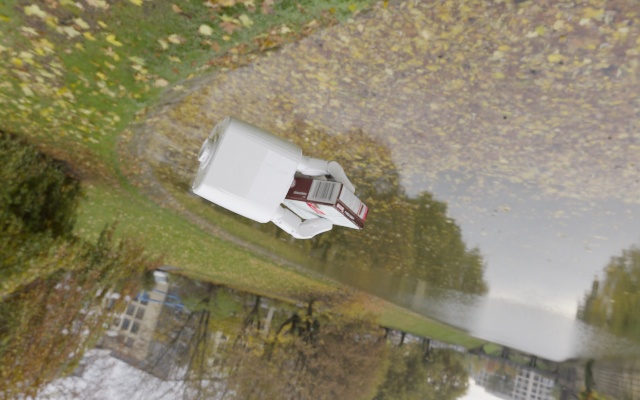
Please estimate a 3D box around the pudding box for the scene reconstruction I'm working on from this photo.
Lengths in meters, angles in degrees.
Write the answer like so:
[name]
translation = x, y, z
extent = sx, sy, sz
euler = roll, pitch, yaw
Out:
[pudding box]
translation = 0.000, 0.002, 0.688
extent = 0.113, 0.039, 0.090
euler = 11, -17, 36
